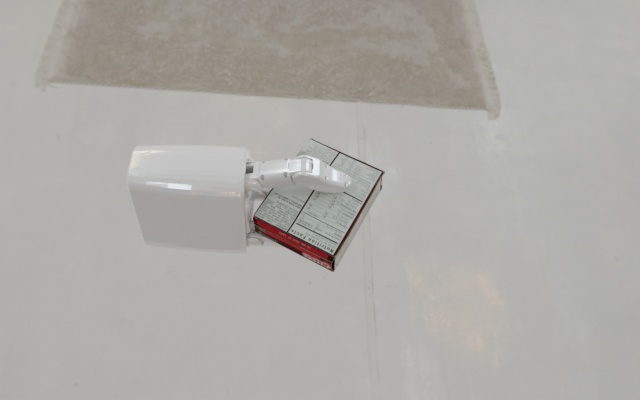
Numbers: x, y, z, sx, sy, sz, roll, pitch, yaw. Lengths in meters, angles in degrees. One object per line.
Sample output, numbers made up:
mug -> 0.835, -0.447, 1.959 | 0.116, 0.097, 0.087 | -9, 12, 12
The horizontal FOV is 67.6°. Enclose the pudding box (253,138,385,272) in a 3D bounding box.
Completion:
pudding box -> 0.000, 0.001, 0.474 | 0.090, 0.113, 0.039 | 26, -26, 13
